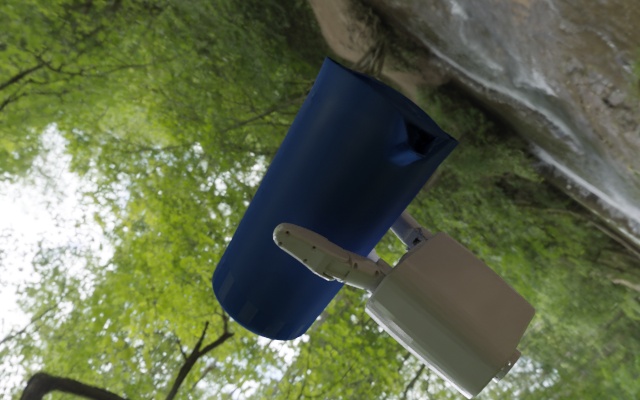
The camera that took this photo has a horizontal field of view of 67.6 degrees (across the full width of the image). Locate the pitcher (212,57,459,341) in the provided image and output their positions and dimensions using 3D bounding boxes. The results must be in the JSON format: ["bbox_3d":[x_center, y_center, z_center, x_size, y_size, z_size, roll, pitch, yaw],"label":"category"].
[{"bbox_3d":[0.000,0.002,0.445,0.145,0.243,0.149,39,17,18],"label":"pitcher"}]
